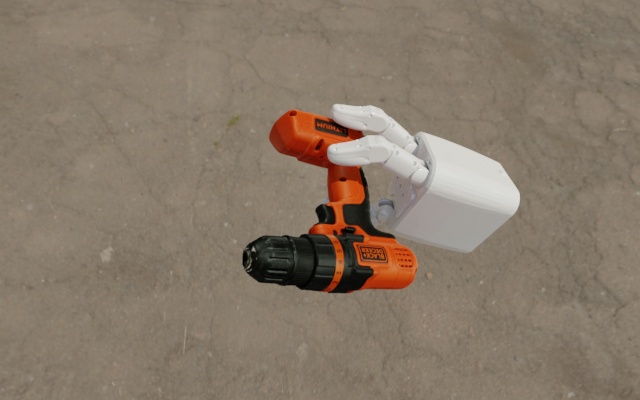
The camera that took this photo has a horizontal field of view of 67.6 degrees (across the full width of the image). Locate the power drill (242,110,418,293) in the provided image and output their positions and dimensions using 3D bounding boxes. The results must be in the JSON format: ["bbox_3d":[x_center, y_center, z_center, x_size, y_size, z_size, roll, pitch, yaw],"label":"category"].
[{"bbox_3d":[0.000,0.001,0.475,0.184,0.187,0.057,10,-35,-35],"label":"power drill"}]
